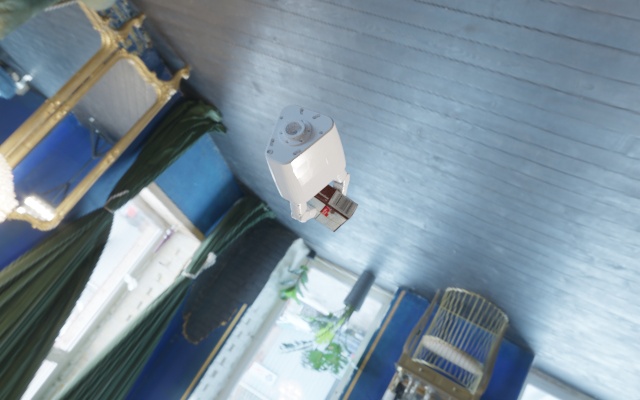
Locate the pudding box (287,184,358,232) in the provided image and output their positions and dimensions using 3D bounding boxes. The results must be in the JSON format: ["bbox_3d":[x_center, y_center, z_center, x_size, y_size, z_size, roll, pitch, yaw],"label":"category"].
[{"bbox_3d":[0.000,0.003,0.850,0.113,0.039,0.090,36,-23,-2],"label":"pudding box"}]
